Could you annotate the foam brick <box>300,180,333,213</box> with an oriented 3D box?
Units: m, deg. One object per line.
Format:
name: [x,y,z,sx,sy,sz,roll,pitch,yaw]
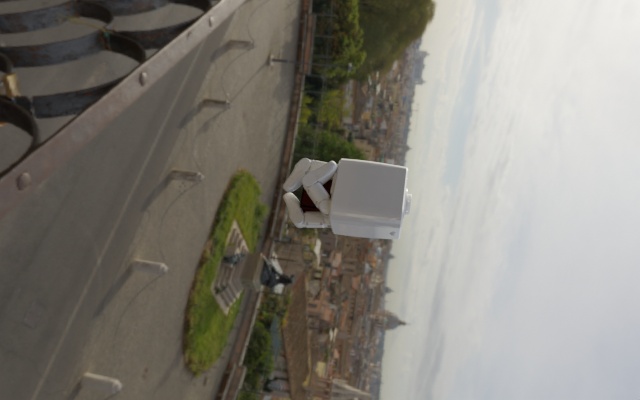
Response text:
foam brick: [0.000,0.003,0.785,0.051,0.053,0.078,6,-20,9]
